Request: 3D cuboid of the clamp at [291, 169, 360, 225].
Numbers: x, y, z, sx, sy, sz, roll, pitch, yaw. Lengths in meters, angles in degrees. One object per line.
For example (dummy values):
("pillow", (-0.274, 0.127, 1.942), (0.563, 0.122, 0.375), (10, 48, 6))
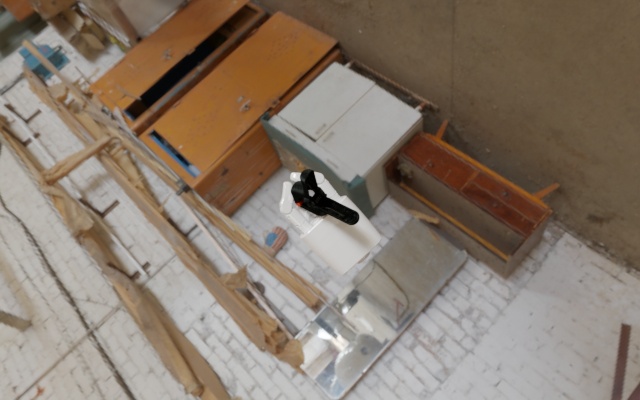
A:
("clamp", (0.000, 0.003, 0.814), (0.039, 0.120, 0.171), (-45, 5, -12))
